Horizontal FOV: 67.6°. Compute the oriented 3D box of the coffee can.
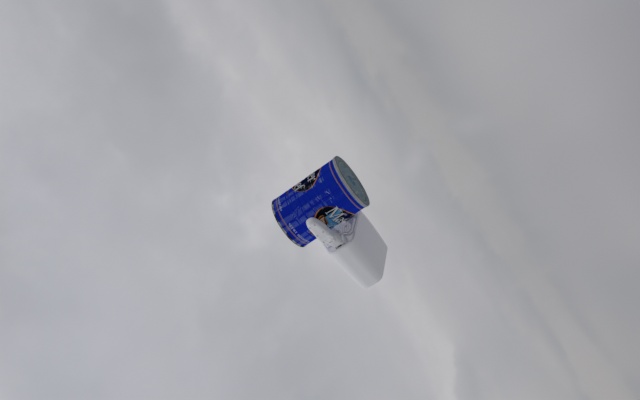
[{"bbox_3d":[0.000,0.003,0.836,0.140,0.103,0.103,-34,-10,16],"label":"coffee can"}]
